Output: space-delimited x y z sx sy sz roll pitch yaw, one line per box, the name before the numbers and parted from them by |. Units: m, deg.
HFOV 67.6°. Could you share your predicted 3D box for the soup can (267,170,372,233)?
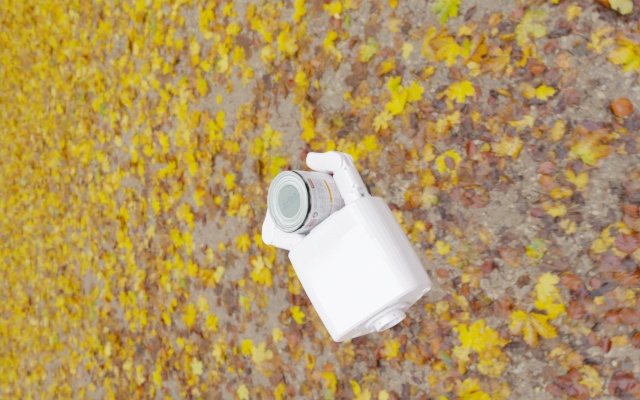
soup can | 0.000 0.001 0.534 0.068 0.068 0.102 0 0 45
